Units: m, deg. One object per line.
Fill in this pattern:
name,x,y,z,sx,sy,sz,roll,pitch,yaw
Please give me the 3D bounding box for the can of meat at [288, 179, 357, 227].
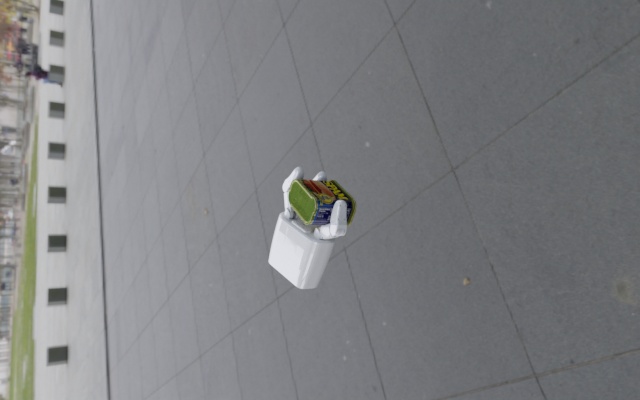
can of meat,0.000,0.003,0.847,0.084,0.057,0.102,2,29,-33
